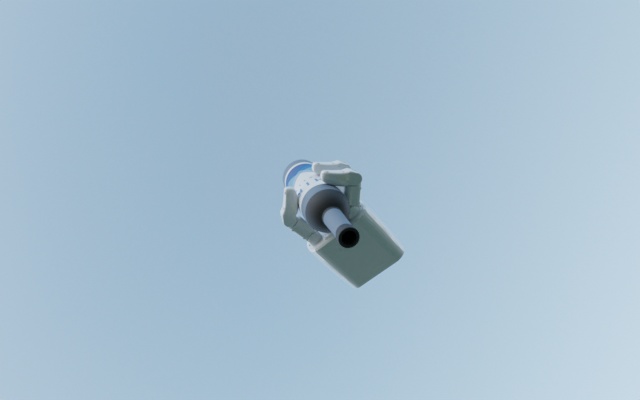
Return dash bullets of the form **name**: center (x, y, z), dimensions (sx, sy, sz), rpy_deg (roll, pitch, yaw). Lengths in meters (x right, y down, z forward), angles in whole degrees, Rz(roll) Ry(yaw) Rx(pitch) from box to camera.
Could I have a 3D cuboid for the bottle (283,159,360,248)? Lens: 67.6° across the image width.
- **bottle**: center (0.000, 0.002, 0.710), dimensions (0.069, 0.069, 0.295), rpy_deg (0, 17, -14)
